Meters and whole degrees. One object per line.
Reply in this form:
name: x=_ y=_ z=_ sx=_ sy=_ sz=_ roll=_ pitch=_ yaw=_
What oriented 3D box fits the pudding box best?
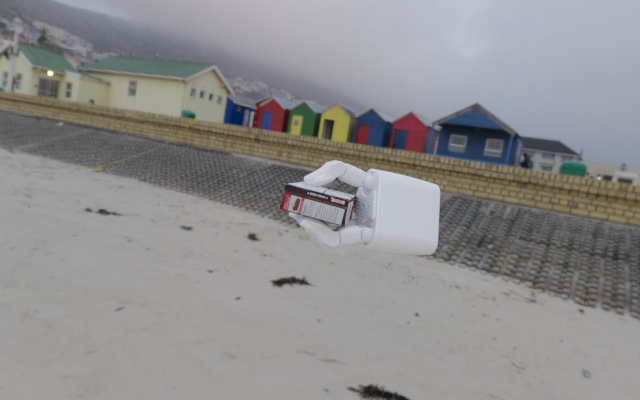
pudding box: x=0.000 y=0.002 z=0.661 sx=0.090 sy=0.039 sz=0.113 roll=14 pitch=4 yaw=7
